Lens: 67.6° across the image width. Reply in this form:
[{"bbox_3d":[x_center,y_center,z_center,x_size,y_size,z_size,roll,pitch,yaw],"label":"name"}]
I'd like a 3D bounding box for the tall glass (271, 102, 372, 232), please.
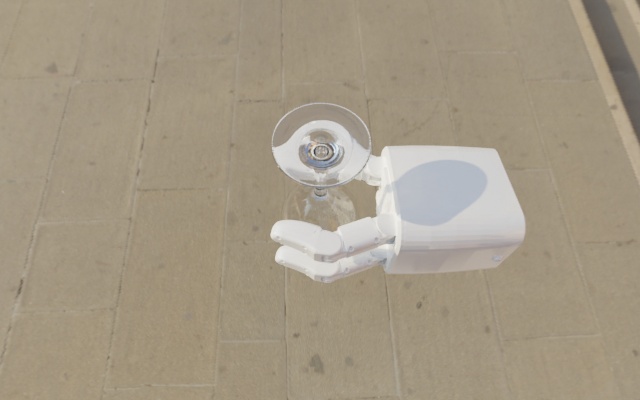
[{"bbox_3d":[0.000,0.001,0.439,0.079,0.079,0.201,0,-26,-1],"label":"tall glass"}]
